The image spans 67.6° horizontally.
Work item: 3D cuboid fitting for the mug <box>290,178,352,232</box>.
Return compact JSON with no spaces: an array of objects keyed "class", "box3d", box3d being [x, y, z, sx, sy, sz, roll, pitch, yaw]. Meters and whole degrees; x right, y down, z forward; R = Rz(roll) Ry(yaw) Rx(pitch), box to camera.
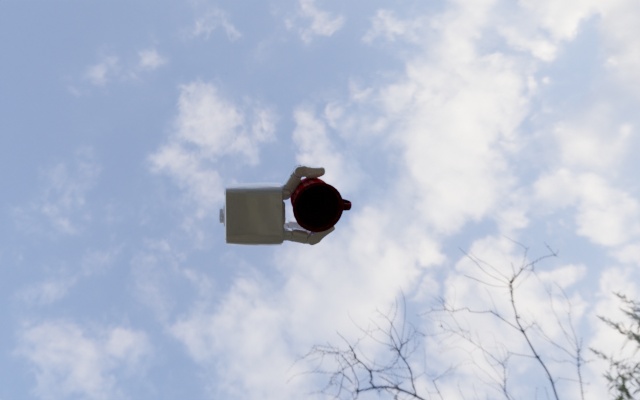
[{"class":"mug","box3d":[0.002,0.003,0.890,0.117,0.093,0.081,1,14,-12]}]
